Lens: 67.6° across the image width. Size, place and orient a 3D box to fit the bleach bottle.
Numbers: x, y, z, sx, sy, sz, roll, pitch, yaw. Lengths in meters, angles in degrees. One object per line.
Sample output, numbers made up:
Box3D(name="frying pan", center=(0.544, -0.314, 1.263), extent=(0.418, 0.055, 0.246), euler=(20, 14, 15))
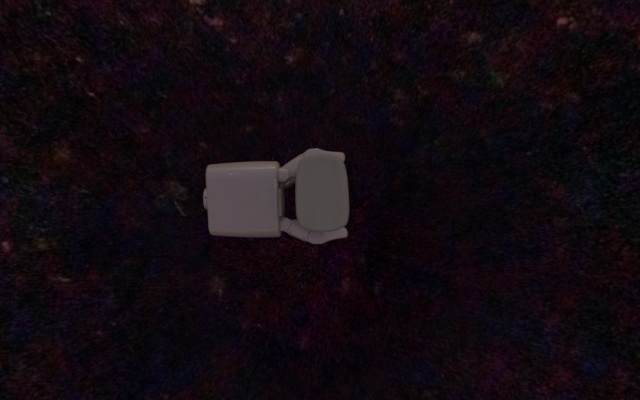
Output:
Box3D(name="bleach bottle", center=(0.000, 0.002, 0.718), extent=(0.068, 0.102, 0.251), euler=(-1, -7, -1))
